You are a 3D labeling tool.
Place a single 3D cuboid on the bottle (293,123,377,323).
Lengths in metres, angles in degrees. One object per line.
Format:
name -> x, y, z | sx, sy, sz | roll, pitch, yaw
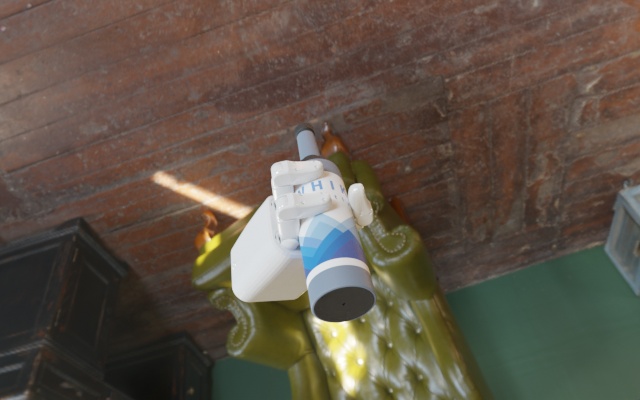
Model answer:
bottle -> 0.000, 0.002, 0.577 | 0.069, 0.069, 0.295 | 0, 44, -13
